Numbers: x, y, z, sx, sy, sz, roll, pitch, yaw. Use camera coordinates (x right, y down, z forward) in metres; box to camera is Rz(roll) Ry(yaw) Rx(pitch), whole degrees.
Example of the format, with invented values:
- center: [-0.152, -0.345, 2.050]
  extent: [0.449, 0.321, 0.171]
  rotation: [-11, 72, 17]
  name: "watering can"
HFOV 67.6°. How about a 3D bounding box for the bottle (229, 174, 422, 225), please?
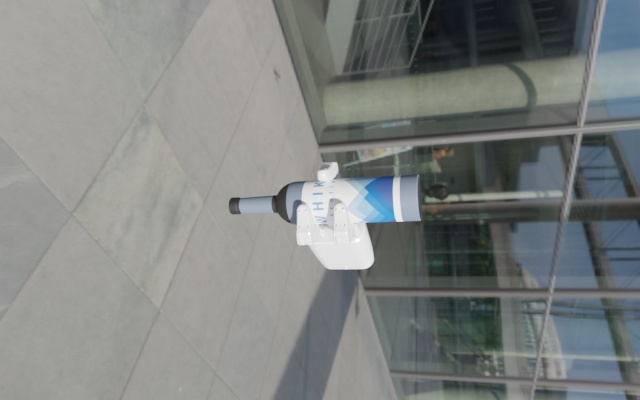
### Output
- center: [0.000, 0.002, 0.721]
  extent: [0.296, 0.069, 0.069]
  rotation: [-3, -1, 16]
  name: "bottle"
